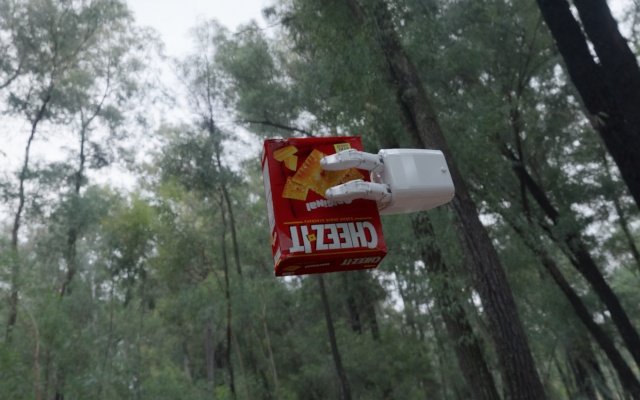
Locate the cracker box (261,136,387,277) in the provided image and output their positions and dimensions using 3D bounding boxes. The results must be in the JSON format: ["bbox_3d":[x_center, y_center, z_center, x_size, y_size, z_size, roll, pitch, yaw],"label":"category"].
[{"bbox_3d":[0.000,0.002,0.752,0.164,0.213,0.072,-3,-28,-14],"label":"cracker box"}]
